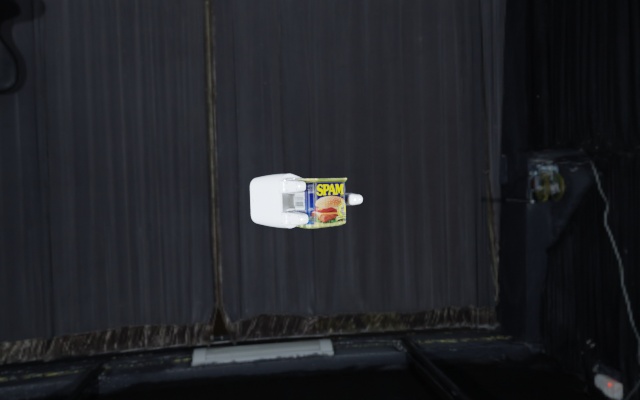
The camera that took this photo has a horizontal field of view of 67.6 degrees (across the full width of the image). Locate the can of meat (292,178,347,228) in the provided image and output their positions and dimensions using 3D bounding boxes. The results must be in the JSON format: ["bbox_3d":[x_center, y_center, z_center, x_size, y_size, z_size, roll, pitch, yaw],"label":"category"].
[{"bbox_3d":[0.000,0.003,0.842,0.057,0.084,0.102,1,3,44],"label":"can of meat"}]
